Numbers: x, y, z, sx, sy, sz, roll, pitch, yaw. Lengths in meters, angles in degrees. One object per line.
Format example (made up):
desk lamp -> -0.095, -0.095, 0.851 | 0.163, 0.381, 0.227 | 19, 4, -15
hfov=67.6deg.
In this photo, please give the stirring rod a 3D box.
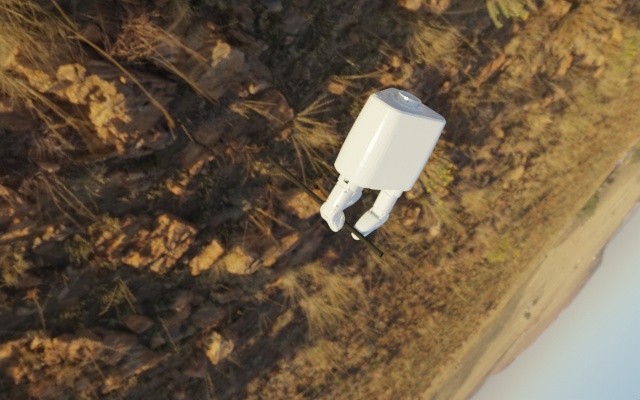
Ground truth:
stirring rod -> 0.000, 0.002, 0.685 | 0.239, 0.011, 0.011 | 41, 21, 27
